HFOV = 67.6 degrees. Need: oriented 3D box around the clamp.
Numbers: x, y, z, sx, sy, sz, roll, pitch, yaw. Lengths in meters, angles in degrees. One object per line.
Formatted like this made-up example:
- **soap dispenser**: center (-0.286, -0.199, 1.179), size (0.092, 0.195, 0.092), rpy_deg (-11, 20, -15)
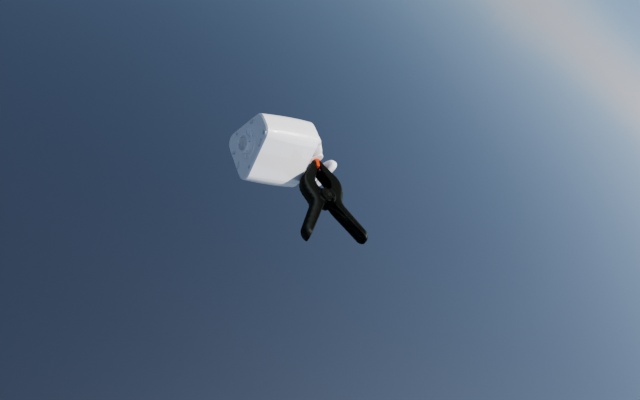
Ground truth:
- **clamp**: center (0.000, 0.002, 0.793), size (0.120, 0.171, 0.039), rpy_deg (2, -41, -40)
